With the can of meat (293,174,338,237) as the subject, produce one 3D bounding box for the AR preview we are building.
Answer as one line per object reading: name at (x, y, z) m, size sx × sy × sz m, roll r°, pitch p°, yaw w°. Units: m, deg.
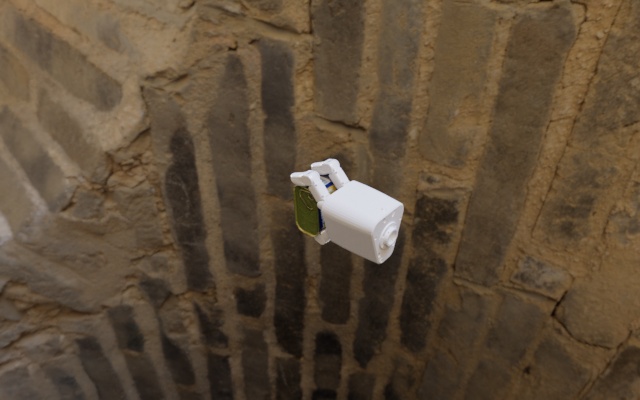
can of meat at (0.000, 0.003, 0.886) m, size 0.057 × 0.102 × 0.084 m, roll 24°, pitch 41°, yaw 35°
